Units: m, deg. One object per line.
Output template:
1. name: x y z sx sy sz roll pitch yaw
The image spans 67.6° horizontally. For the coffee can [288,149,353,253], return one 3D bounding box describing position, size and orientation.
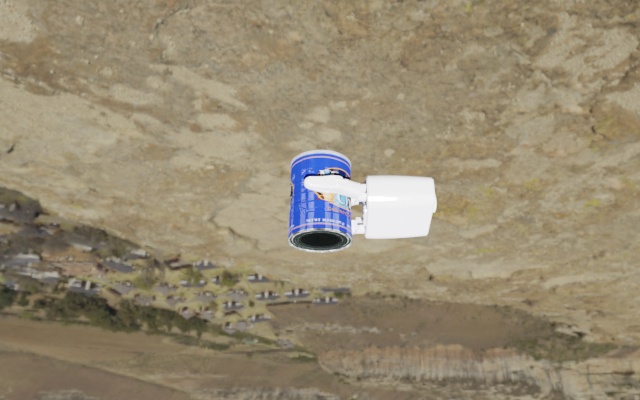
1. coffee can: 0.000 0.002 0.782 0.103 0.140 0.103 0 -25 0
